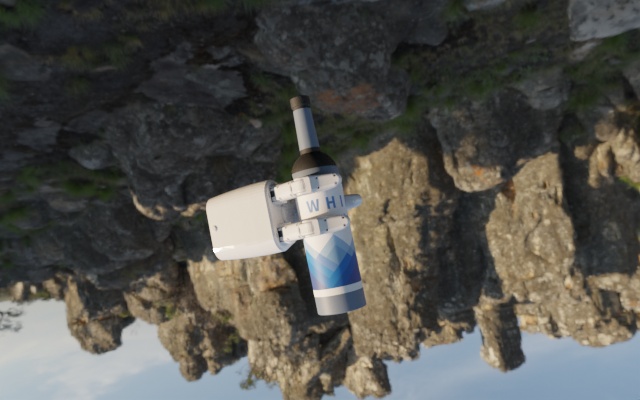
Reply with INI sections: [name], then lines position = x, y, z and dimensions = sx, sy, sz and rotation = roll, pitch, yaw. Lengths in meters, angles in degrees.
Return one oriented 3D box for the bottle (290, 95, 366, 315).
[bottle]
position = 0.000, 0.002, 0.651
dimensions = 0.069, 0.295, 0.069
rotation = -11, -4, -1
